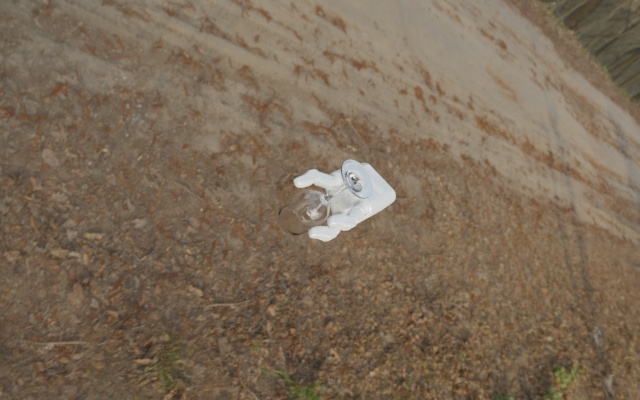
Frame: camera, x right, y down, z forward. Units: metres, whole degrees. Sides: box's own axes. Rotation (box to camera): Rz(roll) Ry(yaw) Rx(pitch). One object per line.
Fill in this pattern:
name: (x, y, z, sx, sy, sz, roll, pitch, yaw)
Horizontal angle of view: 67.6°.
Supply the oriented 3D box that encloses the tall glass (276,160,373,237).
tall glass: (0.000, 0.003, 0.881, 0.079, 0.079, 0.201, 0, -24, -44)
